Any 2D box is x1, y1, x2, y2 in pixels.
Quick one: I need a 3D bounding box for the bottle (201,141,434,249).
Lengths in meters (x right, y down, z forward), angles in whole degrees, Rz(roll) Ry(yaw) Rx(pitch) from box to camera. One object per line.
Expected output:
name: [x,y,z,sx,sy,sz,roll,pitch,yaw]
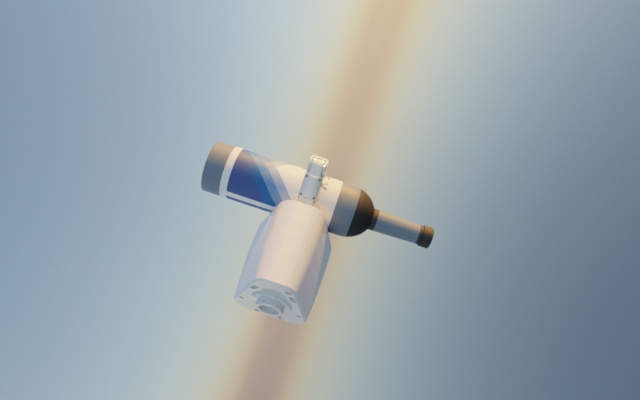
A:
bottle: [0.000,0.002,0.609,0.296,0.069,0.069,18,0,0]
